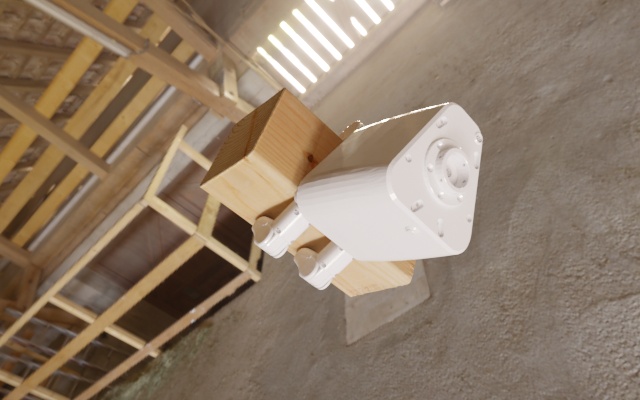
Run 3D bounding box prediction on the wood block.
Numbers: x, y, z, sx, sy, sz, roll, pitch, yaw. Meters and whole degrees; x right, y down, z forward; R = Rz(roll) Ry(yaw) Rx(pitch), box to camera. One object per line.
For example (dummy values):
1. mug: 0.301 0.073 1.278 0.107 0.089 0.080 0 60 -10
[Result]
1. wood block: 0.000 0.001 0.479 0.206 0.090 0.090 40 -41 -25
